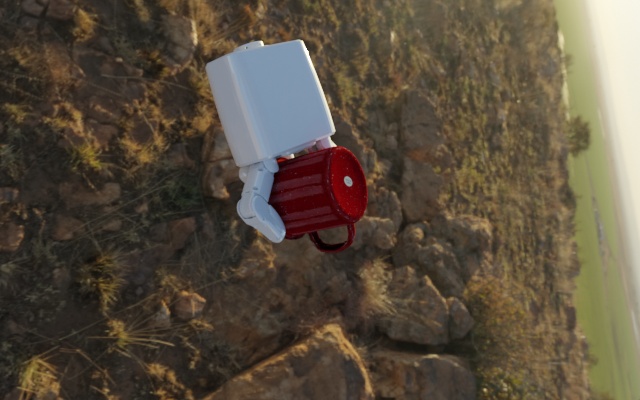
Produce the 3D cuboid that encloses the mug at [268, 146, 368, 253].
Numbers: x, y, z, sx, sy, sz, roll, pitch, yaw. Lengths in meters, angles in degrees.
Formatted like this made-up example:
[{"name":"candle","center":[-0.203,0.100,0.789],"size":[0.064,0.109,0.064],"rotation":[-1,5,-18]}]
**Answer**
[{"name":"mug","center":[0.001,0.003,0.505],"size":[0.081,0.117,0.093],"rotation":[-12,12,33]}]
